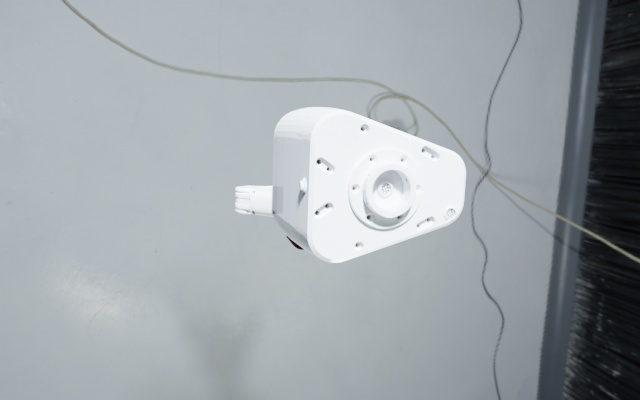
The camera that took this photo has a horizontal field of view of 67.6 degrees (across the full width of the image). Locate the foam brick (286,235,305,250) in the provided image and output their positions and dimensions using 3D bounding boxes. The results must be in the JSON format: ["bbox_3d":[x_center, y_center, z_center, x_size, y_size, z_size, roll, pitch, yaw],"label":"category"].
[{"bbox_3d":[0.000,0.002,0.426,0.053,0.078,0.051,-1,9,-16],"label":"foam brick"}]
